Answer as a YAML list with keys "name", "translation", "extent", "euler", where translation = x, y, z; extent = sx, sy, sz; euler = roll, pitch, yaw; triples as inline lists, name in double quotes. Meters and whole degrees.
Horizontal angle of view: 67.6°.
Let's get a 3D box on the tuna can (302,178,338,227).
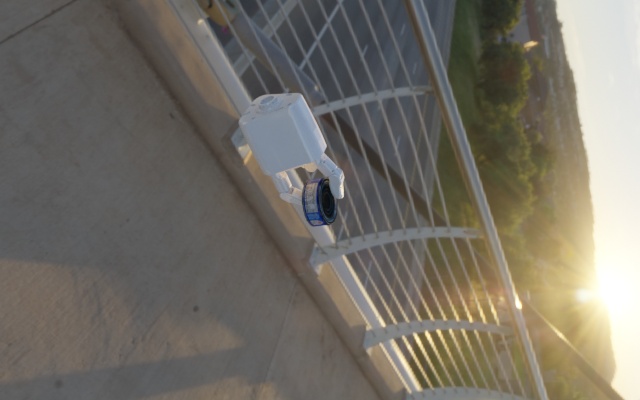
- name: "tuna can"
  translation: [0.001, 0.003, 0.846]
  extent: [0.034, 0.086, 0.086]
  euler: [-6, -2, 23]
